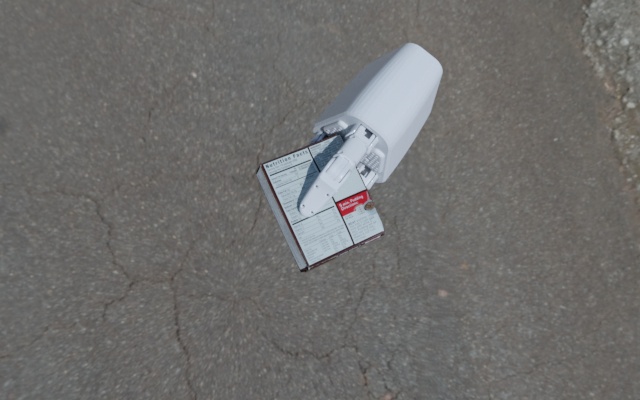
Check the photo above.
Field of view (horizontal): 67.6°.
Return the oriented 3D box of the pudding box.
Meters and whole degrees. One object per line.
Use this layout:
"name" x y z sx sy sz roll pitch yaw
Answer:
"pudding box" 0.000 0.001 0.469 0.090 0.113 0.039 -23 -8 -17
